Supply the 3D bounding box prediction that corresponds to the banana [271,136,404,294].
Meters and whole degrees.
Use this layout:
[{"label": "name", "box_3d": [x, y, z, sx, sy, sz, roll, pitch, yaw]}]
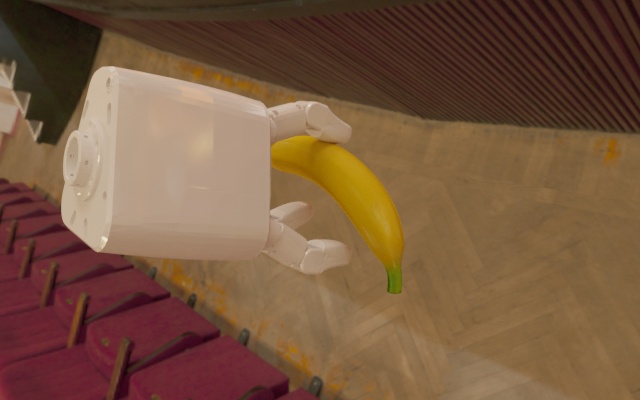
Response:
[{"label": "banana", "box_3d": [0.009, -0.012, 0.400, 0.037, 0.070, 0.197, 0, 35, -41]}]
